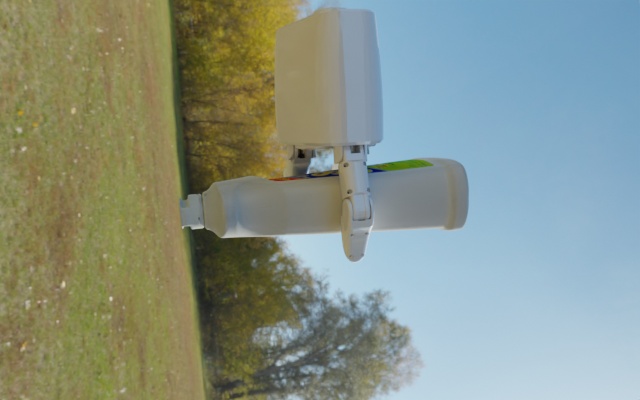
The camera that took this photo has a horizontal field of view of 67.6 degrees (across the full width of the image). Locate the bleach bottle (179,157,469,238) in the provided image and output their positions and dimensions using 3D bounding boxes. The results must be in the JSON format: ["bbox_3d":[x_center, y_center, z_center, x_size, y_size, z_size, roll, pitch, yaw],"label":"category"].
[{"bbox_3d":[0.000,0.001,0.442,0.251,0.068,0.102,-5,9,-14],"label":"bleach bottle"}]
